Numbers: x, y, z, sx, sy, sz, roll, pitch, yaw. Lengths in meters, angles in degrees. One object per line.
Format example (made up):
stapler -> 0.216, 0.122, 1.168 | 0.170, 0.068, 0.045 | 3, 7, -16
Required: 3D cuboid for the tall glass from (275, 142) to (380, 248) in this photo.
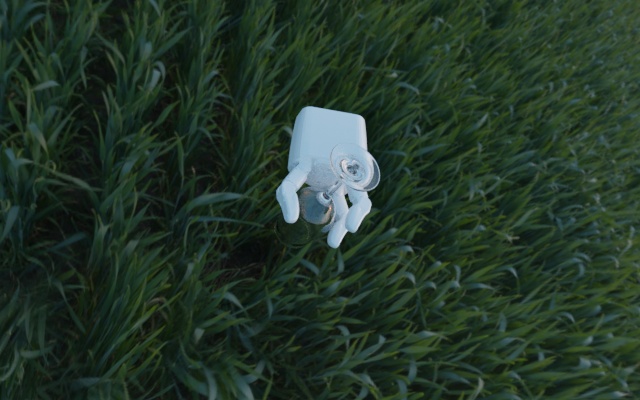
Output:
tall glass -> 0.000, 0.002, 0.689 | 0.079, 0.079, 0.201 | 0, -28, -31
